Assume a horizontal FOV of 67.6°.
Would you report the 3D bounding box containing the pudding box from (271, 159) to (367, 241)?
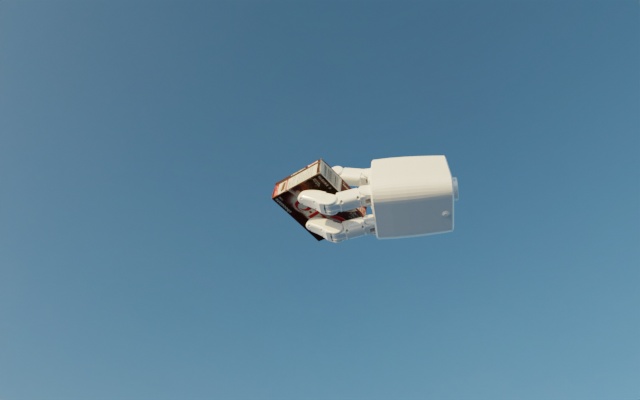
[{"bbox_3d":[0.000,0.002,0.692,0.090,0.039,0.113,-27,-57,29],"label":"pudding box"}]
